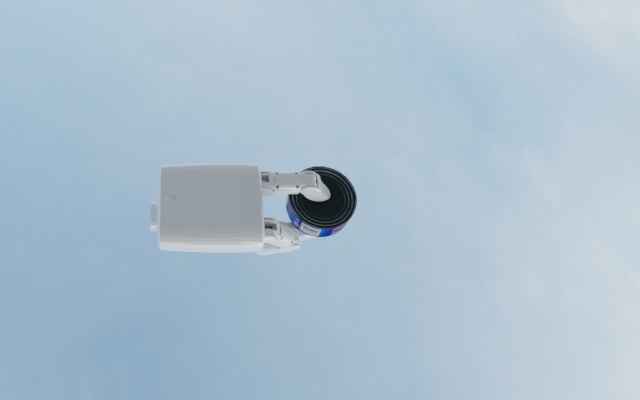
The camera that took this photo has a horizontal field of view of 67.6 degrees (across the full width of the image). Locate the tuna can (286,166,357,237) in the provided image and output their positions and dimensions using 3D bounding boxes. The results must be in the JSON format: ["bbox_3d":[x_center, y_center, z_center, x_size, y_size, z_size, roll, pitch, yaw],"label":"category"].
[{"bbox_3d":[0.000,0.002,0.600,0.086,0.086,0.034,0,-25,-13],"label":"tuna can"}]
